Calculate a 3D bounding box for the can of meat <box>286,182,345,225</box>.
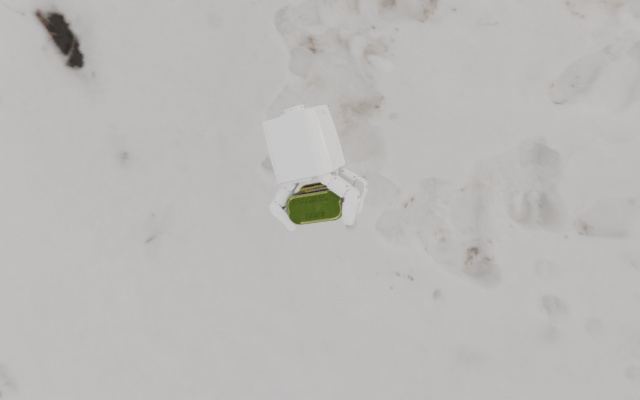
[{"bbox_3d":[0.000,0.003,0.815,0.102,0.057,0.084,-9,10,17],"label":"can of meat"}]
